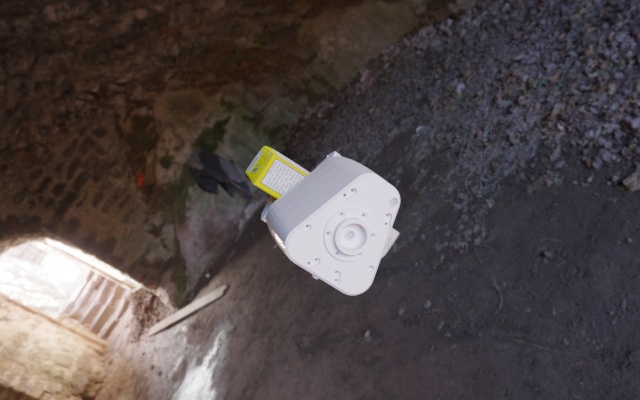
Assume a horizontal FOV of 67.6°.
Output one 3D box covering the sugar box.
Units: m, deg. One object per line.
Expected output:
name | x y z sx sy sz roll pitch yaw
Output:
sugar box | 0.000 0.002 0.563 0.176 0.048 0.093 34 2 -17
